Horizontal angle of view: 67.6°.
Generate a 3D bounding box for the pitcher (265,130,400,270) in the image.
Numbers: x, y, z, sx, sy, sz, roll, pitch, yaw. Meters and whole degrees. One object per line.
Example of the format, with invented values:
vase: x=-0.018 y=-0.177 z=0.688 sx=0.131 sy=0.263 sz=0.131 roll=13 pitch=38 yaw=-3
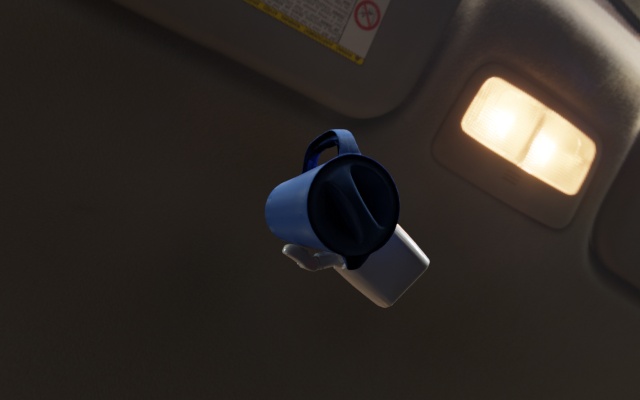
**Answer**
pitcher: x=0.000 y=0.003 z=0.712 sx=0.145 sy=0.149 sz=0.243 roll=42 pitch=-18 yaw=-16
